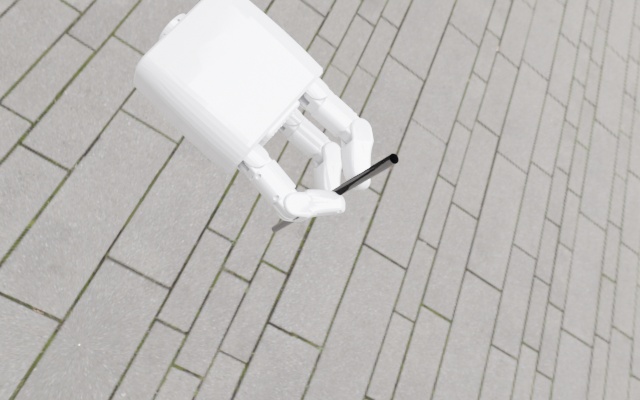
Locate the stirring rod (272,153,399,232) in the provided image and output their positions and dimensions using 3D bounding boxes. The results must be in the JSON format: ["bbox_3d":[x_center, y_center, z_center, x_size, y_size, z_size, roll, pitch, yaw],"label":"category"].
[{"bbox_3d":[0.000,0.001,0.444,0.011,0.011,0.239,0,-15,-27],"label":"stirring rod"}]
